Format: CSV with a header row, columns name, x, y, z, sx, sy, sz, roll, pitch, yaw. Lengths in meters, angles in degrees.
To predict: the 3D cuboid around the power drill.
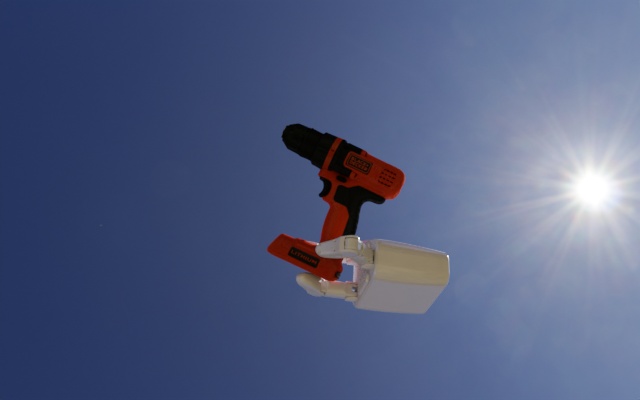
name,x,y,z,sx,sy,sz,roll,pitch,yaw
power drill,0.000,0.003,0.659,0.184,0.187,0.057,26,-5,7
